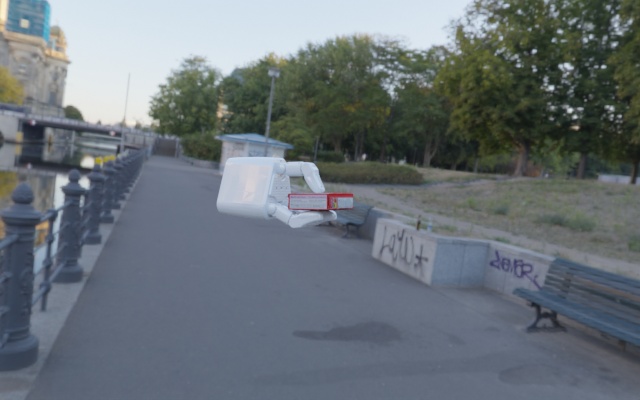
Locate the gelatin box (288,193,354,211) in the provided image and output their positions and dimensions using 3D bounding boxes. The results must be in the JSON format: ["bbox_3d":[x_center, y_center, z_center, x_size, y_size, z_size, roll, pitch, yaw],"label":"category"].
[{"bbox_3d":[0.000,0.002,0.813,0.089,0.030,0.073,-1,-1,38],"label":"gelatin box"}]
